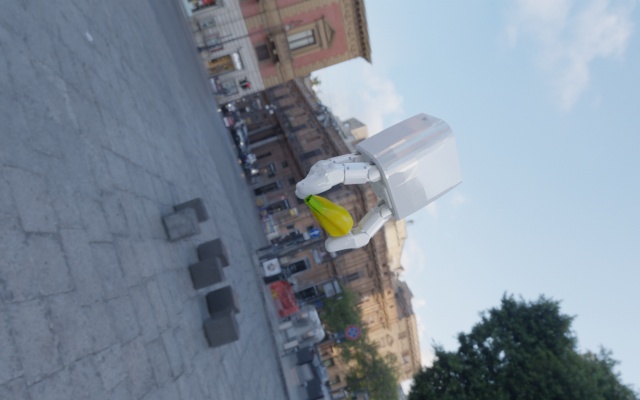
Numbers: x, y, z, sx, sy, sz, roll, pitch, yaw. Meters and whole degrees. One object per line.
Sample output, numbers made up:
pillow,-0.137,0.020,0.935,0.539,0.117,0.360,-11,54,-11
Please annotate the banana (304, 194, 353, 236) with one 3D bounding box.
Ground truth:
banana,0.012,0.017,0.638,0.037,0.069,0.198,-38,0,-2
